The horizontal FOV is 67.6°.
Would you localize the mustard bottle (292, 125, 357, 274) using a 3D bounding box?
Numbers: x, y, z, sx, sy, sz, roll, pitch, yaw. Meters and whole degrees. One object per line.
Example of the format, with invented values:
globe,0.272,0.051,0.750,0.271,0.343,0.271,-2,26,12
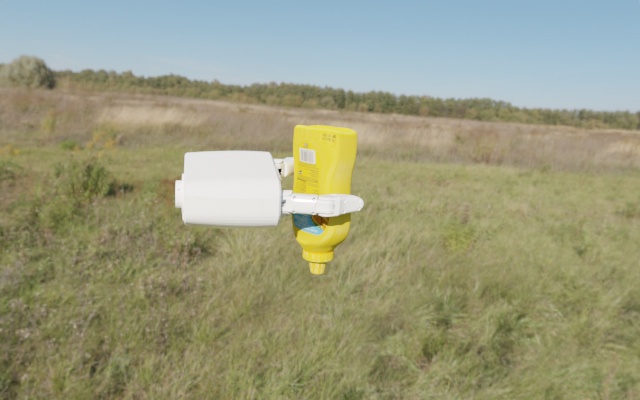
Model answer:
mustard bottle,0.000,0.002,0.613,0.058,0.192,0.096,-6,15,-38
